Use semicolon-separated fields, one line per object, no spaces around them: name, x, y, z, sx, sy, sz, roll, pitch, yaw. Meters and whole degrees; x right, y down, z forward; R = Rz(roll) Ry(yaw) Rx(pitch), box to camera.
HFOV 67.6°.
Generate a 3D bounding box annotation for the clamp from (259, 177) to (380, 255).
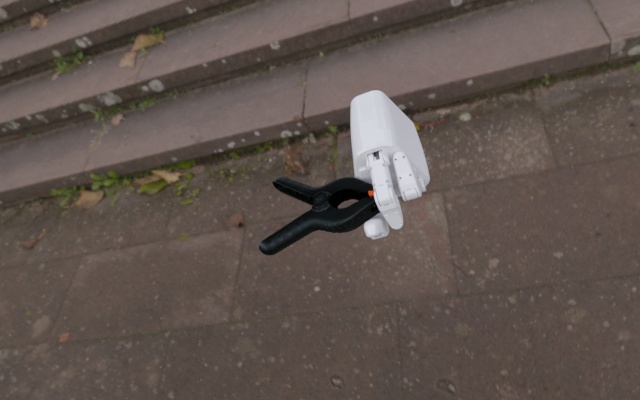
clamp;0.000;0.002;0.621;0.171;0.120;0.039;-14;-35;14
